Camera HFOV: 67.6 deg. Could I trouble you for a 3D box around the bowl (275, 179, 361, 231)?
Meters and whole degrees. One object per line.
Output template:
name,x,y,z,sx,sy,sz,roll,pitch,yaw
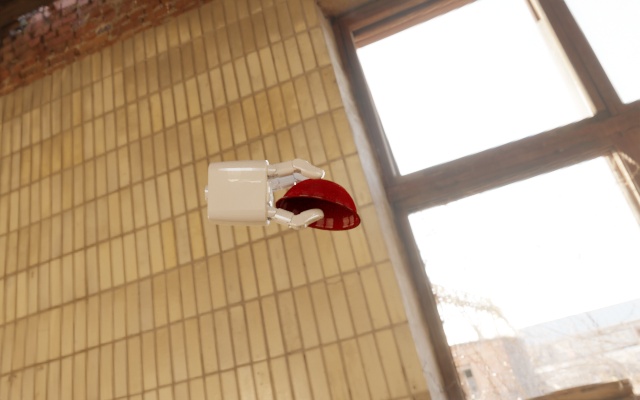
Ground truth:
bowl,0.002,0.003,0.895,0.162,0.055,0.162,11,-22,4
